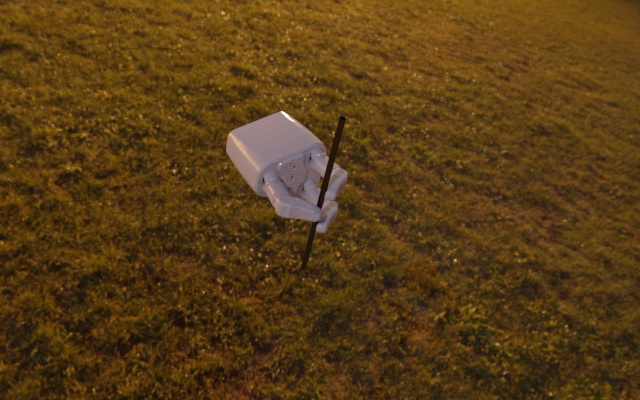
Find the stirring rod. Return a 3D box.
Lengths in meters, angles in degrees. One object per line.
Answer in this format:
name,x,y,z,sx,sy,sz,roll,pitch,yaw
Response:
stirring rod,0.000,0.002,0.611,0.011,0.240,0.011,10,35,-7
